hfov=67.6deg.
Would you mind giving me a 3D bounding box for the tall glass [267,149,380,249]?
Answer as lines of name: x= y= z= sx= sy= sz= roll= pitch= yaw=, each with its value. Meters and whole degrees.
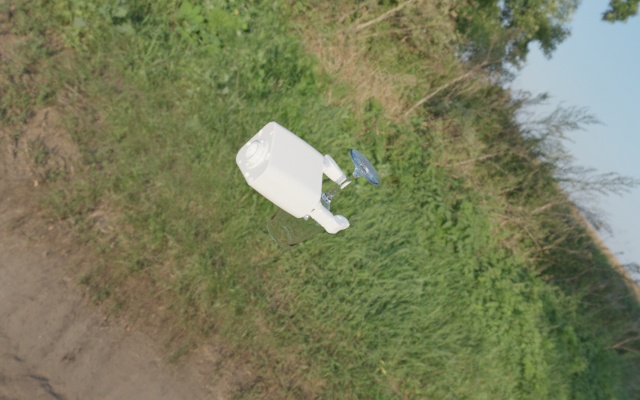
tall glass: x=0.001 y=0.002 z=0.806 sx=0.201 sy=0.079 sz=0.079 roll=-39 pitch=-17 yaw=22
